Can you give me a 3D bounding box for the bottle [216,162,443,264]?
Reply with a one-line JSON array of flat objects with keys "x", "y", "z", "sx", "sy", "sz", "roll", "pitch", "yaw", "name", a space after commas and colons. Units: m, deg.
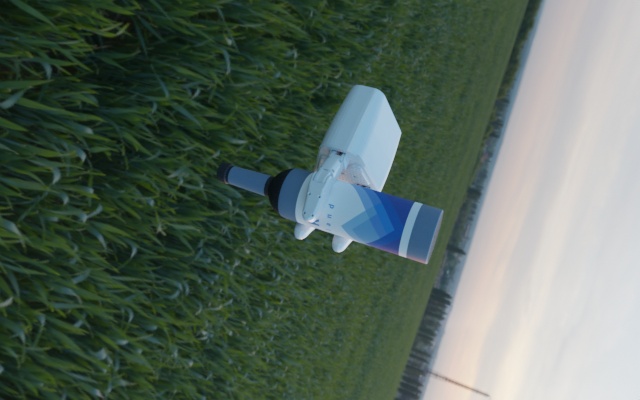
[{"x": 0.000, "y": 0.002, "z": 0.602, "sx": 0.295, "sy": 0.069, "sz": 0.069, "roll": 17, "pitch": 5, "yaw": 18, "name": "bottle"}]
